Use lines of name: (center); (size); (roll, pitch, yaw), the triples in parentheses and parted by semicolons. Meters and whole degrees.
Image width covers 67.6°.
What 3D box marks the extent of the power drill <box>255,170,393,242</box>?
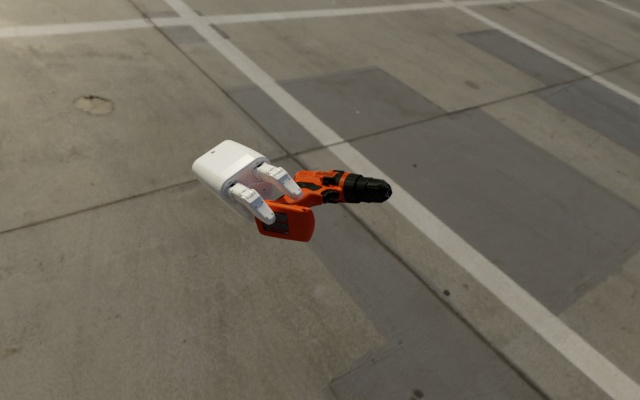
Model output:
power drill: (0.000, 0.003, 0.765); (0.184, 0.057, 0.187); (5, 22, 32)
